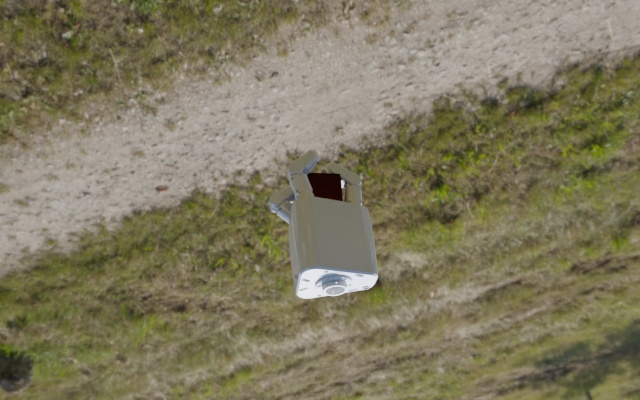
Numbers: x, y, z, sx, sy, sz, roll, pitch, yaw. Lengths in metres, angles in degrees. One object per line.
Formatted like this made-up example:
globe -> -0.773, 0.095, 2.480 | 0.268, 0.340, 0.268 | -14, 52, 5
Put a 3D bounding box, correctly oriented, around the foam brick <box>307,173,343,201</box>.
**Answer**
foam brick -> 0.000, 0.002, 0.706 | 0.053, 0.051, 0.078 | 1, -35, -7
